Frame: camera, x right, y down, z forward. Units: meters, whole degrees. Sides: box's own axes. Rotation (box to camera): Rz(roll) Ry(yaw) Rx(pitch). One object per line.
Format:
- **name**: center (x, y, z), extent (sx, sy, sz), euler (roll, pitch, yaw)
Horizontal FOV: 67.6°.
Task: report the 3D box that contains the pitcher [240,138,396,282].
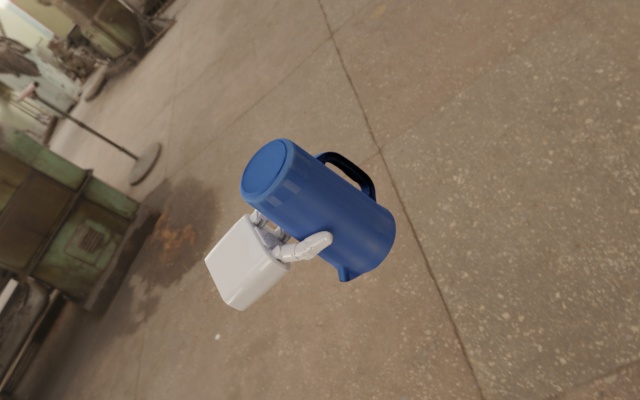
- **pitcher**: center (0.000, 0.003, 0.741), extent (0.243, 0.145, 0.149), euler (37, 15, -36)
